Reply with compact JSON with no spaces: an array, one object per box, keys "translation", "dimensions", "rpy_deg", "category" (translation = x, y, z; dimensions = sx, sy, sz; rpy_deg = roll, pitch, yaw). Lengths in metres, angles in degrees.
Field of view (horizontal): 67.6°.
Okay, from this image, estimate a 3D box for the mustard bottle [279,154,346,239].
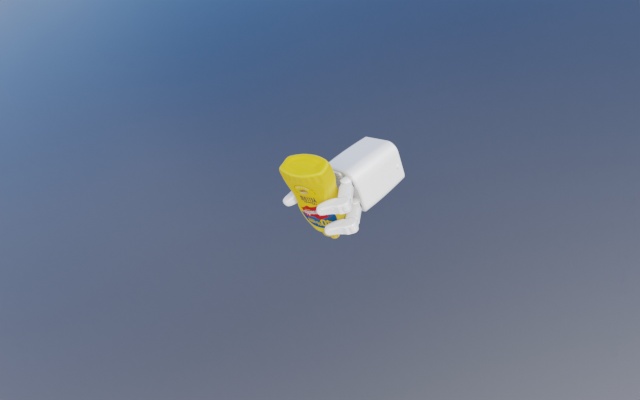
[{"translation":[0.000,0.003,0.872],"dimensions":[0.096,0.058,0.192],"rpy_deg":[9,-38,32],"category":"mustard bottle"}]
